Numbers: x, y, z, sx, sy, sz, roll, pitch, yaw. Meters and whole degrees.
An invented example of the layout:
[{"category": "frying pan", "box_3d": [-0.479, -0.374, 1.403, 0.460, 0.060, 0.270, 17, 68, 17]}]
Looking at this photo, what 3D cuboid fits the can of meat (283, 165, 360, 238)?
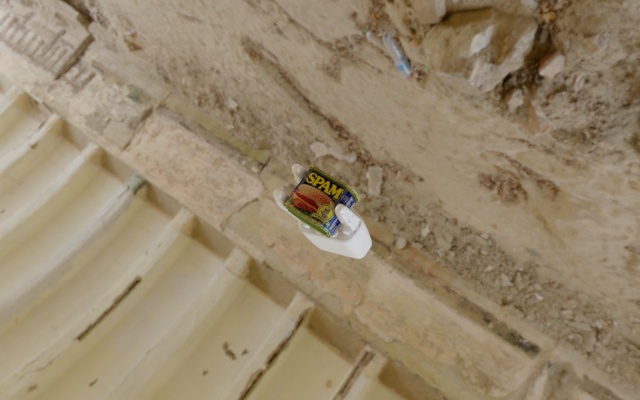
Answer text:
[{"category": "can of meat", "box_3d": [0.000, 0.003, 0.800, 0.102, 0.084, 0.057, 31, -12, 25]}]
